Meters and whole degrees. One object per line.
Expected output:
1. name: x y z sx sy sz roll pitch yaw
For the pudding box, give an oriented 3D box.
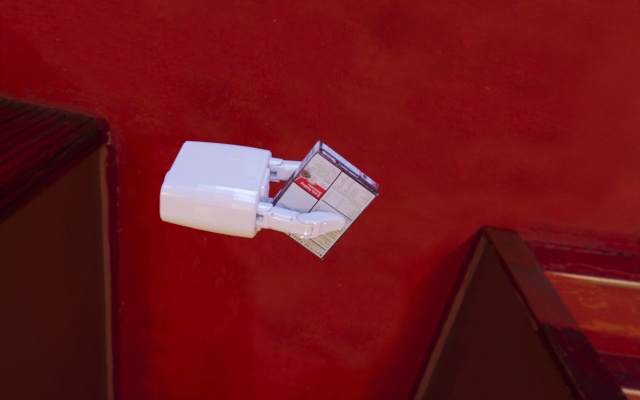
1. pudding box: 0.000 0.002 0.563 0.090 0.113 0.039 35 23 -11
